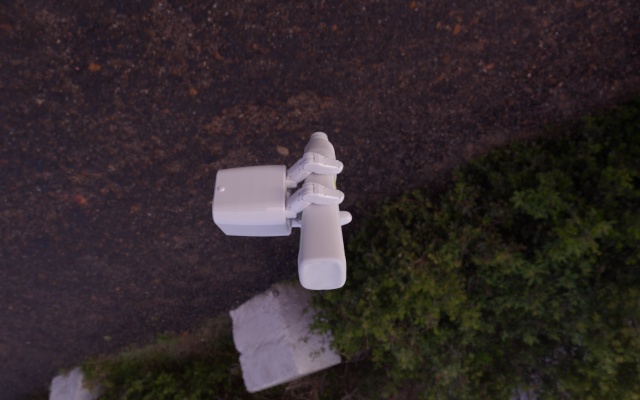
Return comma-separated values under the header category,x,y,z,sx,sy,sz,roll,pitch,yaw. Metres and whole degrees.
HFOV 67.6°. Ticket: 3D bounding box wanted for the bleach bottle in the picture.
category,x,y,z,sx,sy,sz,roll,pitch,yaw
bleach bottle,0.000,0.002,0.740,0.068,0.250,0.103,-2,-34,1
